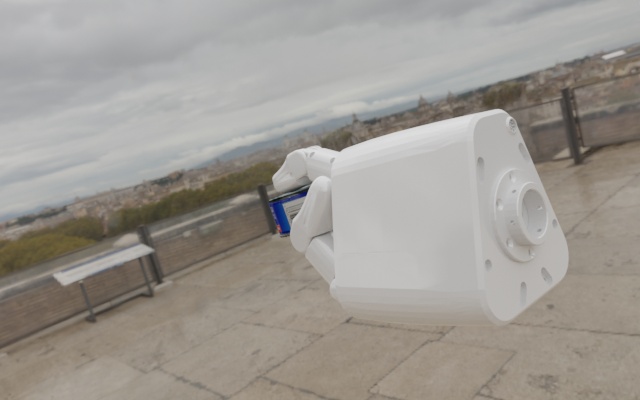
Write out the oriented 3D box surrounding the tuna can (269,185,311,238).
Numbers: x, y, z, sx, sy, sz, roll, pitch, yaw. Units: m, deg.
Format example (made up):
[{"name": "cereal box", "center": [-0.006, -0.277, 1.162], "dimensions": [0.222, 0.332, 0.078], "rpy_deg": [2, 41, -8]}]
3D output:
[{"name": "tuna can", "center": [0.000, 0.001, 0.409], "dimensions": [0.086, 0.034, 0.086], "rpy_deg": [-20, 3, 1]}]
